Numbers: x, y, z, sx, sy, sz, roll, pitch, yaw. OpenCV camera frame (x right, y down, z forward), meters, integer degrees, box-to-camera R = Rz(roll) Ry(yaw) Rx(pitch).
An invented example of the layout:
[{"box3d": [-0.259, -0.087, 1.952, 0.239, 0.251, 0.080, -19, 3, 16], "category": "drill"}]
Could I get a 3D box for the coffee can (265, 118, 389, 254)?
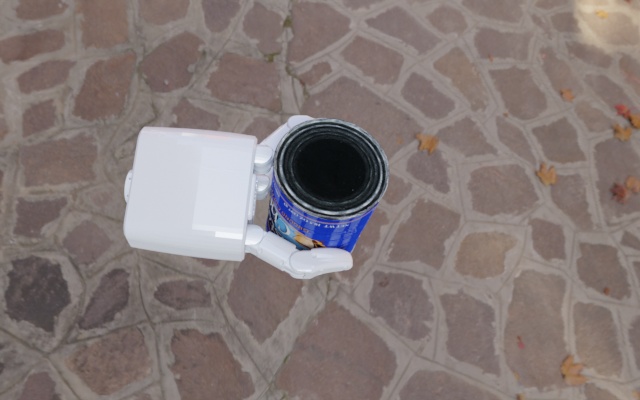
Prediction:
[{"box3d": [0.000, 0.002, 0.473, 0.103, 0.102, 0.140, 0, -27, -9], "category": "coffee can"}]
